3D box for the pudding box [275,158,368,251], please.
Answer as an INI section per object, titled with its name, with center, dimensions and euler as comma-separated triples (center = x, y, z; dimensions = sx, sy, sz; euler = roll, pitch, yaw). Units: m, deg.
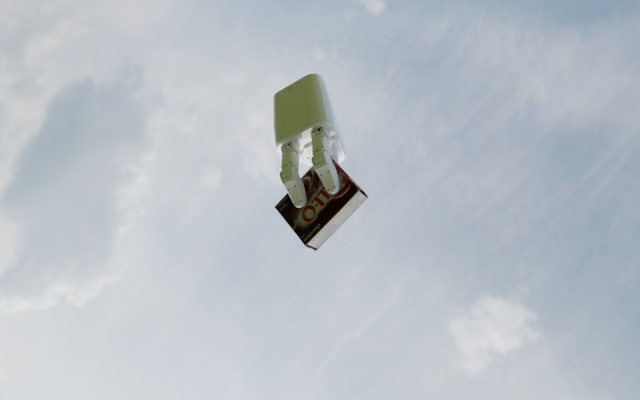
[pudding box]
center = 0.000, 0.002, 0.695
dimensions = 0.090, 0.113, 0.039
euler = 48, 11, 37
